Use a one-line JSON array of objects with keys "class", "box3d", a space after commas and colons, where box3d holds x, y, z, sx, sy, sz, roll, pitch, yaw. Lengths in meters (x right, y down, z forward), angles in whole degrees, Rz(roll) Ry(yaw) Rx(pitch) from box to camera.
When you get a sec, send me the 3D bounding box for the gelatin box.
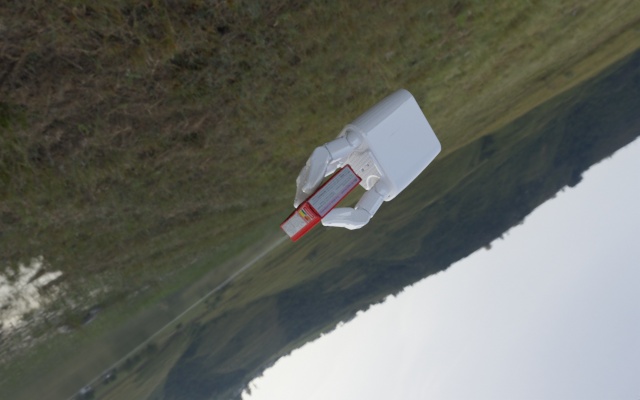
[{"class": "gelatin box", "box3d": [0.000, 0.002, 0.573, 0.089, 0.030, 0.073, -44, 2, -38]}]
